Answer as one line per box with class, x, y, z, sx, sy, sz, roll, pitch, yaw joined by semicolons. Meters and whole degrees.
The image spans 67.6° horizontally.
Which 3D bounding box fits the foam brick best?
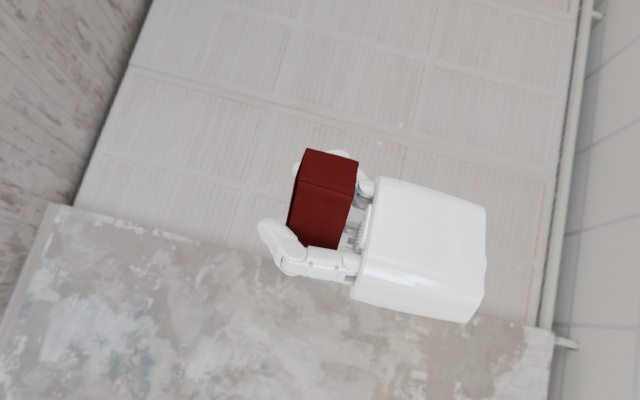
foam brick;0.000;0.001;0.433;0.051;0.078;0.053;15;40;0
